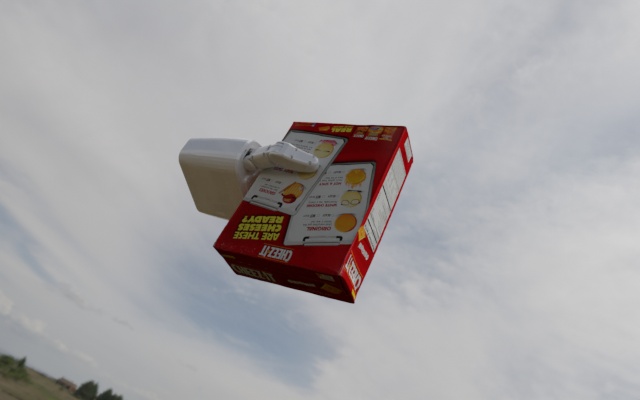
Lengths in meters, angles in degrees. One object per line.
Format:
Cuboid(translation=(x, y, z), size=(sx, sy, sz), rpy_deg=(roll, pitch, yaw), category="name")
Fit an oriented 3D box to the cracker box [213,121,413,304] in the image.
Cuboid(translation=(0.000, 0.002, 0.572), size=(0.164, 0.213, 0.072), rpy_deg=(8, -36, 30), category="cracker box")
